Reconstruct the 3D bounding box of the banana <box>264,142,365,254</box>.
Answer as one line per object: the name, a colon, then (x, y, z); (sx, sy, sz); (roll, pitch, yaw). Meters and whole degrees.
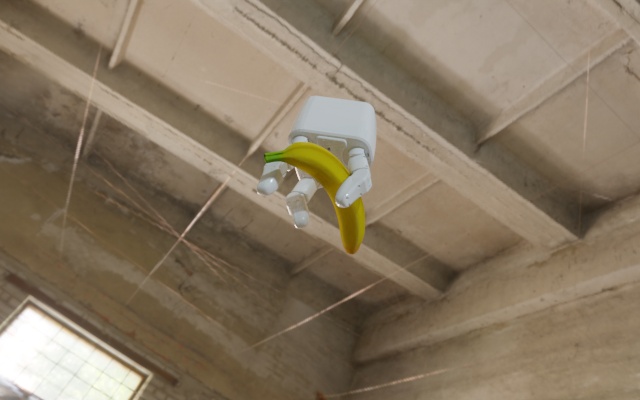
banana: (0.014, -0.009, 0.607); (0.069, 0.198, 0.037); (-31, 32, 16)
